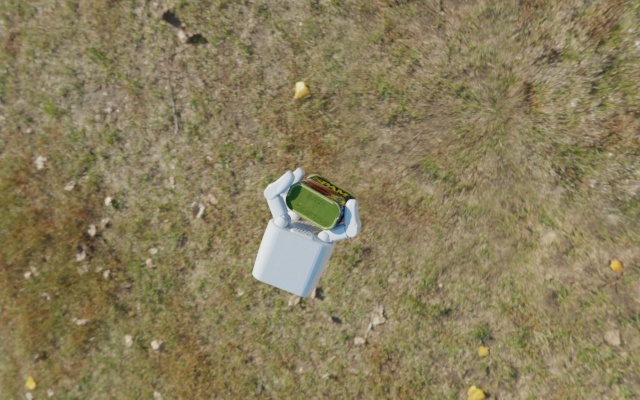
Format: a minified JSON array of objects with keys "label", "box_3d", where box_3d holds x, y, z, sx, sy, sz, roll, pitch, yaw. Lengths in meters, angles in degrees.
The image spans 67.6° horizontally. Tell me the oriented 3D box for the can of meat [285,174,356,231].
[{"label":"can of meat","box_3d":[0.000,0.003,0.807,0.102,0.057,0.084,30,19,13]}]
